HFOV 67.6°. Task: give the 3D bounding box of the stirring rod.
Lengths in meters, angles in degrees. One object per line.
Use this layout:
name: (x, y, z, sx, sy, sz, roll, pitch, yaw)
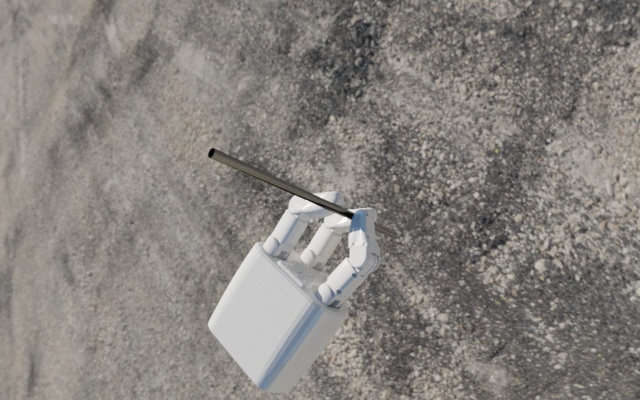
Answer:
stirring rod: (0.000, 0.002, 0.431, 0.011, 0.011, 0.239, 0, -18, 44)
